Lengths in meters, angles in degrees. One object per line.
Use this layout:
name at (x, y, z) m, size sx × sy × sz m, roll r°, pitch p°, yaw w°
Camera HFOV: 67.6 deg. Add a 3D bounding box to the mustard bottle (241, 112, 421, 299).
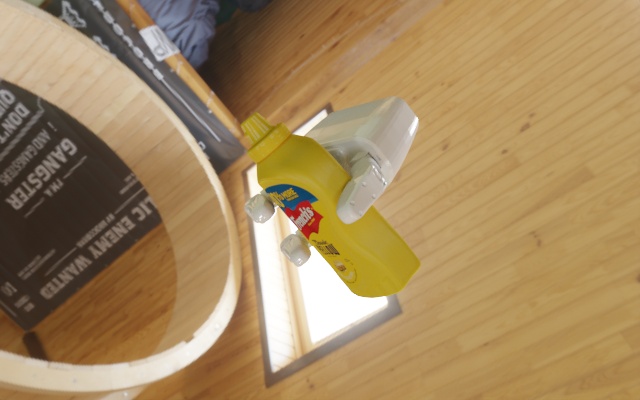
mustard bottle at (0.000, 0.002, 0.423) m, size 0.058 × 0.192 × 0.096 m, roll -45°, pitch 14°, yaw -22°
